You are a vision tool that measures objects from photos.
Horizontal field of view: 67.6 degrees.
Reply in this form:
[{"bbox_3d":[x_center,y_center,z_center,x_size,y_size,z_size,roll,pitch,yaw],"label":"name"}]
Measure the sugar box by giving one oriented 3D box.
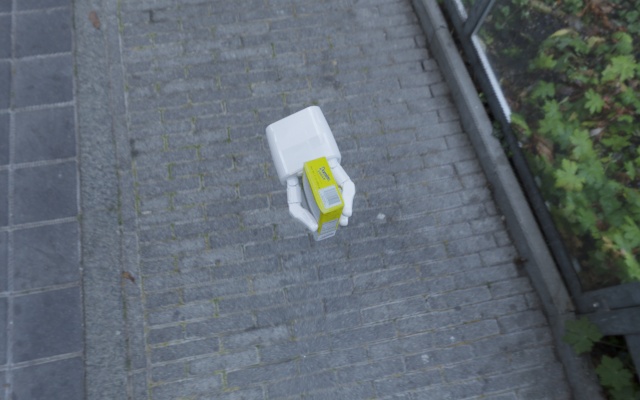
[{"bbox_3d":[0.001,0.002,0.838,0.048,0.093,0.176,-18,-17,-8],"label":"sugar box"}]
